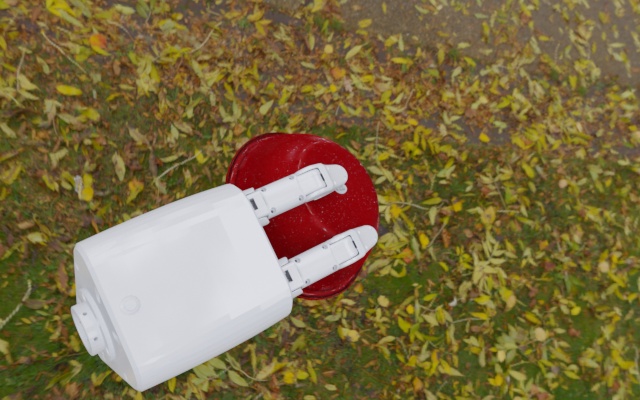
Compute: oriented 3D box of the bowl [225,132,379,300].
[{"bbox_3d":[0.001,0.001,0.419,0.162,0.162,0.055,0,-22,-43],"label":"bowl"}]
